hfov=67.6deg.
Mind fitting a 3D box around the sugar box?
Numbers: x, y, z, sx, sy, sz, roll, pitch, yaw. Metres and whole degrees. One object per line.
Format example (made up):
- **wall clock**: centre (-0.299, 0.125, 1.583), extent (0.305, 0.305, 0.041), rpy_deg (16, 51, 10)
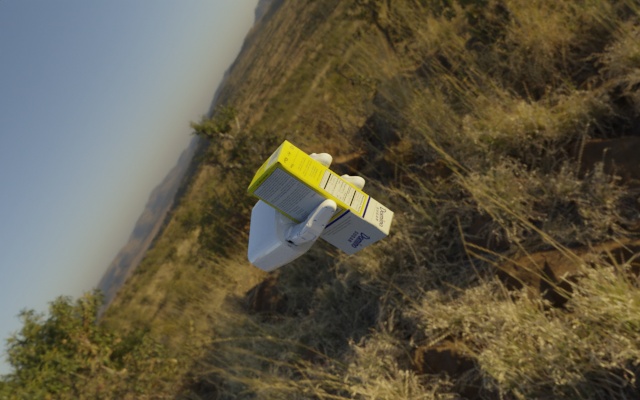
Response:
- **sugar box**: centre (0.000, 0.002, 0.639), extent (0.176, 0.048, 0.093), rpy_deg (31, -36, -17)
